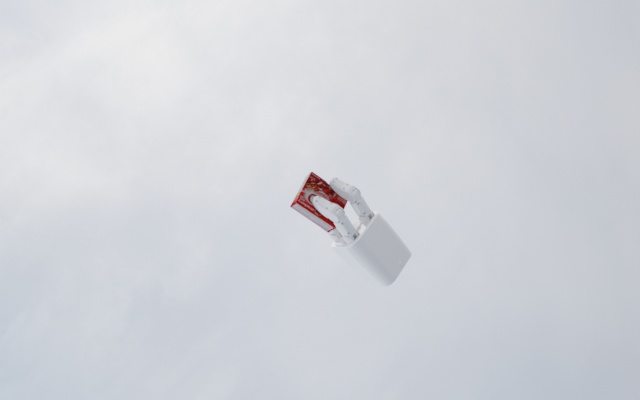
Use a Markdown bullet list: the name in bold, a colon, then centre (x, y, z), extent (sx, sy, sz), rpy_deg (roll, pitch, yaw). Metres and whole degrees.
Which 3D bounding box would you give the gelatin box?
- **gelatin box**: centre (0.000, 0.003, 0.860), extent (0.089, 0.073, 0.030), rpy_deg (34, -31, -13)
